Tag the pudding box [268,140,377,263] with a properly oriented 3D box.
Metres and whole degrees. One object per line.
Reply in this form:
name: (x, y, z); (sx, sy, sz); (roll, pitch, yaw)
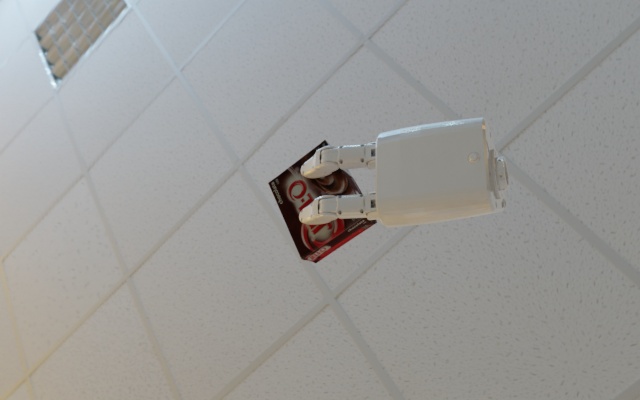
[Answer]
pudding box: (0.000, 0.002, 0.550); (0.090, 0.113, 0.039); (-35, -32, 16)
